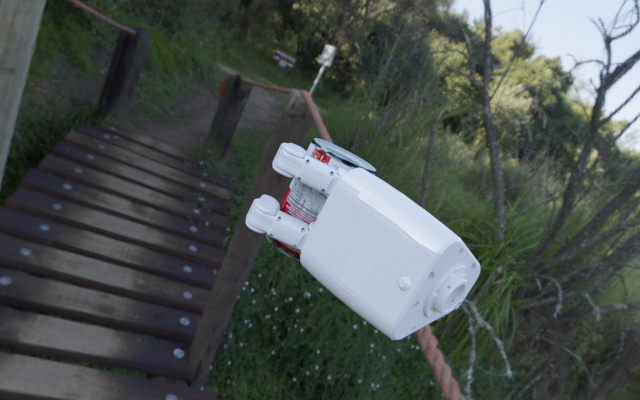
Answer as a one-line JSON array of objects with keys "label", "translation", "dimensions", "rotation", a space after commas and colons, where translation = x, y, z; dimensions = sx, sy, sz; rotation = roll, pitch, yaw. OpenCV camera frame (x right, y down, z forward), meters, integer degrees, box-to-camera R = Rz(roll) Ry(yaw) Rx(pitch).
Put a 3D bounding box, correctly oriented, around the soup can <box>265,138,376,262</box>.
[{"label": "soup can", "translation": [0.000, 0.001, 0.450], "dimensions": [0.068, 0.102, 0.068], "rotation": [26, 13, -7]}]
